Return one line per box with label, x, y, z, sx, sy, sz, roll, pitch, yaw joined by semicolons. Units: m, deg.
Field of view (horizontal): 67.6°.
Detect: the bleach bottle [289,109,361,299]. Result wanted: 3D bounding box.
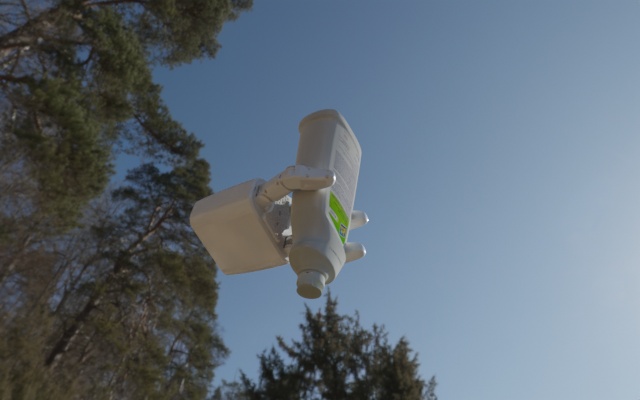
bleach bottle;0.000;0.002;0.592;0.068;0.250;0.103;-17;-49;27
